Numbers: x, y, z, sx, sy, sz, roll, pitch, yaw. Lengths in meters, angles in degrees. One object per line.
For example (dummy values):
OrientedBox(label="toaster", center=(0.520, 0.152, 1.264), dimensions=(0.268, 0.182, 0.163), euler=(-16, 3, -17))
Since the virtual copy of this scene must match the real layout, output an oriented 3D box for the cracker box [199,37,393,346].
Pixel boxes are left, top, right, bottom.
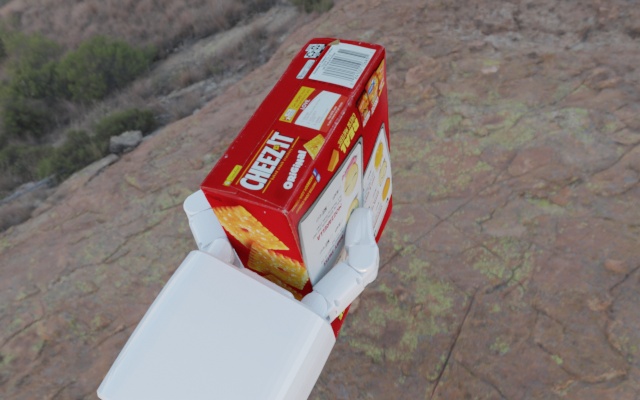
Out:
OrientedBox(label="cracker box", center=(0.000, 0.001, 0.404), dimensions=(0.072, 0.164, 0.214), euler=(16, -32, 21))
